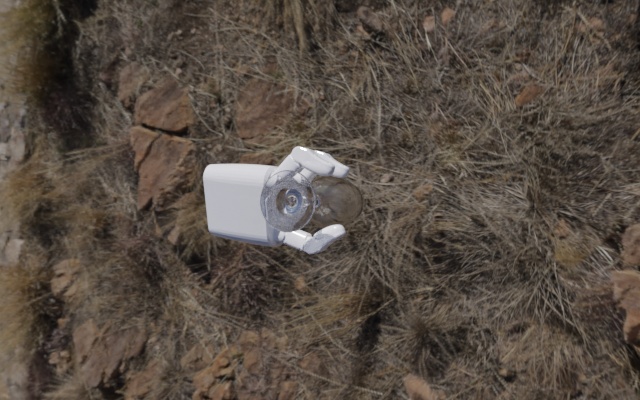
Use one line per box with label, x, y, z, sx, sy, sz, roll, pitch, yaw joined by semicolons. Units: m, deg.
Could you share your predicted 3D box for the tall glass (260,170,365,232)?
tall glass;0.000;0.002;0.656;0.079;0.079;0.201;0;-1;24
